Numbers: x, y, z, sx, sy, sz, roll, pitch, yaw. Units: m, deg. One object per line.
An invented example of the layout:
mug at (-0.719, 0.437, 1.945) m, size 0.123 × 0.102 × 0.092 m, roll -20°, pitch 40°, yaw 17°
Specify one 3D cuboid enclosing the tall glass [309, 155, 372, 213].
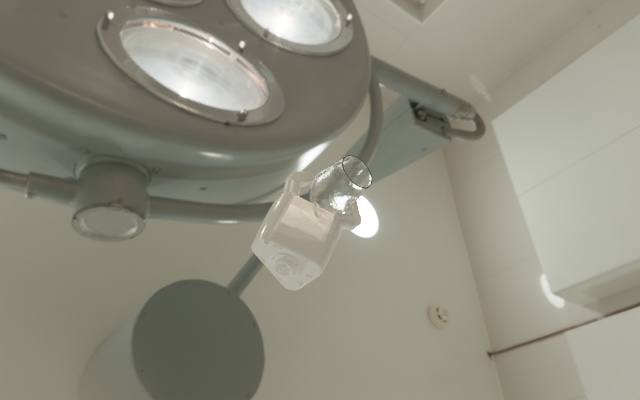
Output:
tall glass at (0.000, 0.003, 0.818) m, size 0.079 × 0.079 × 0.201 m, roll 0°, pitch -30°, yaw -43°
